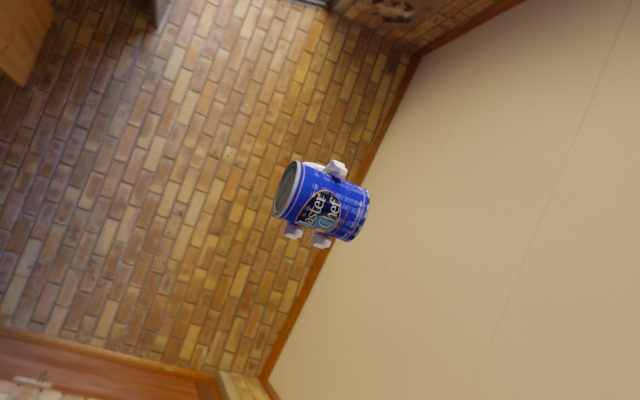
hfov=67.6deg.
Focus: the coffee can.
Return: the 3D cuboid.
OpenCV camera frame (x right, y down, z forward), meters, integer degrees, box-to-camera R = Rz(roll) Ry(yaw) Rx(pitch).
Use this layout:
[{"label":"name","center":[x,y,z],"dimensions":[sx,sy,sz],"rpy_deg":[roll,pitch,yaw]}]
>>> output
[{"label":"coffee can","center":[0.000,0.003,0.830],"dimensions":[0.140,0.103,0.103],"rpy_deg":[21,-7,-18]}]
